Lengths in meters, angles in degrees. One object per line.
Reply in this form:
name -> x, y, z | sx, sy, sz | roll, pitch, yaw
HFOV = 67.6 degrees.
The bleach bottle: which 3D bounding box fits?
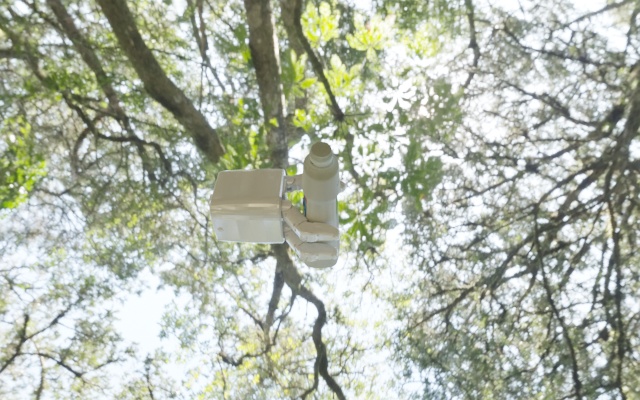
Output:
bleach bottle -> 0.000, 0.003, 0.730 | 0.068, 0.102, 0.251 | -1, -37, -1
